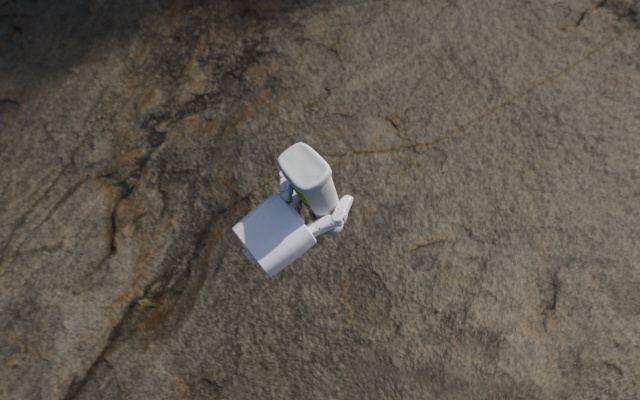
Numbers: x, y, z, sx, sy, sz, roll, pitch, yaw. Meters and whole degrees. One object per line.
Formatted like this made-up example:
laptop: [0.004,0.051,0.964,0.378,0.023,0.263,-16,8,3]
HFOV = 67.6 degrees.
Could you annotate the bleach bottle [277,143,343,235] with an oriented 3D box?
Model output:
bleach bottle: [0.000,0.003,0.889,0.068,0.102,0.251,-37,-34,-7]
